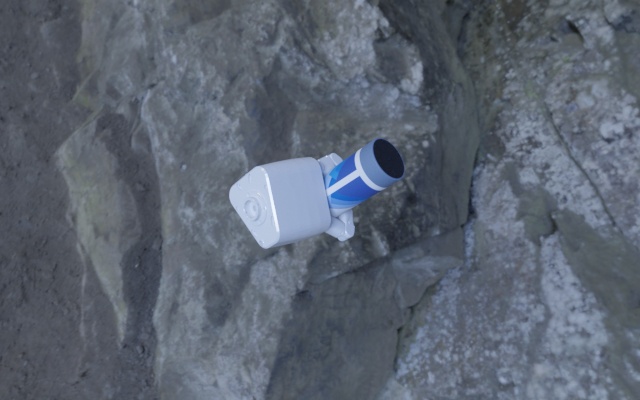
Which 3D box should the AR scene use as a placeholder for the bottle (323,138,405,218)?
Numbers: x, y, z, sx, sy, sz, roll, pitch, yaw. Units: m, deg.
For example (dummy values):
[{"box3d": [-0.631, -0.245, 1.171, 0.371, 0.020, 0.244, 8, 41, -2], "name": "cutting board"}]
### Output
[{"box3d": [0.000, 0.002, 0.753, 0.069, 0.069, 0.296, 0, -24, -45], "name": "bottle"}]
